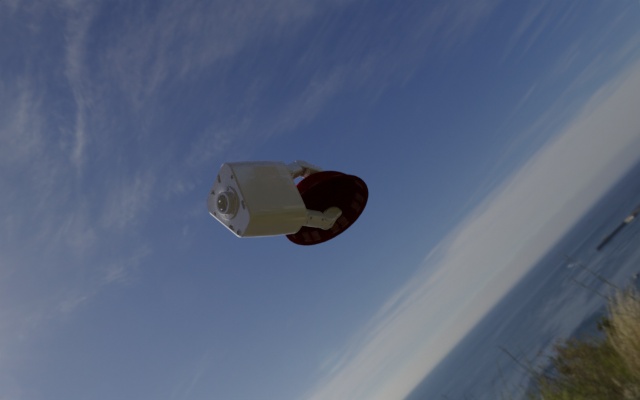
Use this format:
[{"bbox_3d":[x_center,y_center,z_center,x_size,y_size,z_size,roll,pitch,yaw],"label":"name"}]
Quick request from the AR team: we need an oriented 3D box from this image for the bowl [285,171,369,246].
[{"bbox_3d":[0.001,0.003,0.821,0.162,0.162,0.055,0,41,-36],"label":"bowl"}]
